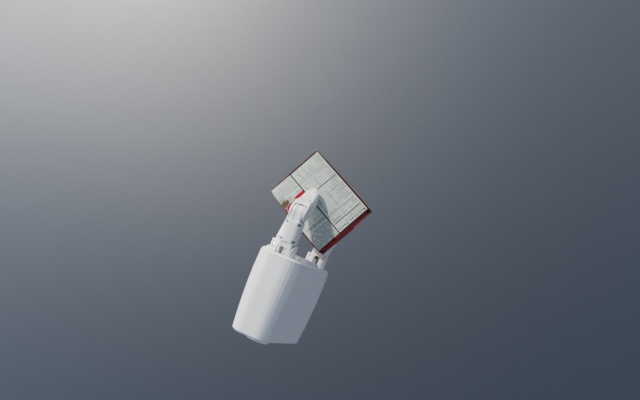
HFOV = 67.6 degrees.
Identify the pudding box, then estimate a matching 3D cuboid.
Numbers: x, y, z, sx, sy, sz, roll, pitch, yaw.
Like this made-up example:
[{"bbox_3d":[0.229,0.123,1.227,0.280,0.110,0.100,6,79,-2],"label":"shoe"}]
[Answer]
[{"bbox_3d":[0.000,0.002,0.644,0.090,0.113,0.039,-40,-13,1],"label":"pudding box"}]
